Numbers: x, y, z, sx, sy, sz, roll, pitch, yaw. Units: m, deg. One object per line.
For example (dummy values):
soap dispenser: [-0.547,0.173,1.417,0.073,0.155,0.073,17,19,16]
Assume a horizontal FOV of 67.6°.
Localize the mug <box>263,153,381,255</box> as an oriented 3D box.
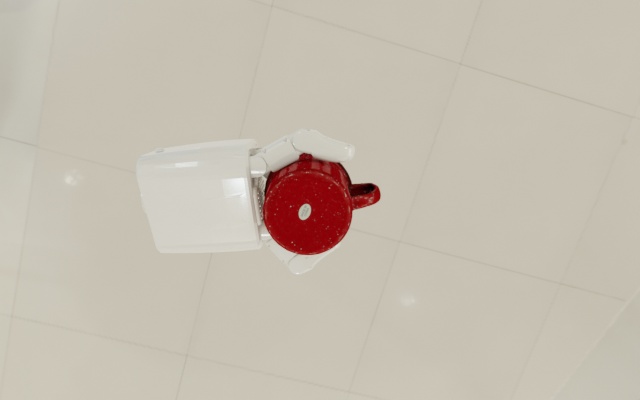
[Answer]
mug: [0.002,0.002,0.461,0.117,0.093,0.081,-5,14,1]
